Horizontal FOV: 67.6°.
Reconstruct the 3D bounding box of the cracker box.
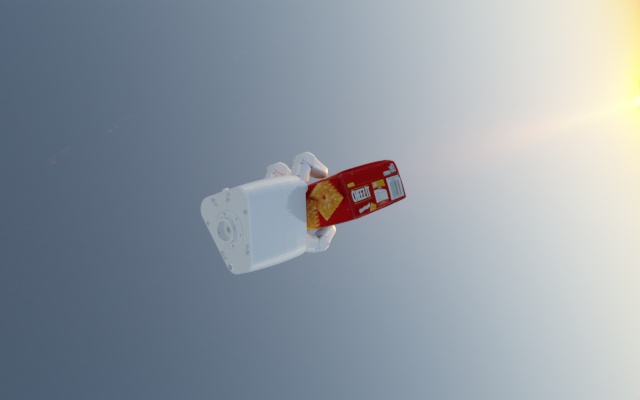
[{"bbox_3d":[0.000,0.003,0.747,0.214,0.072,0.164,-16,2,37],"label":"cracker box"}]
